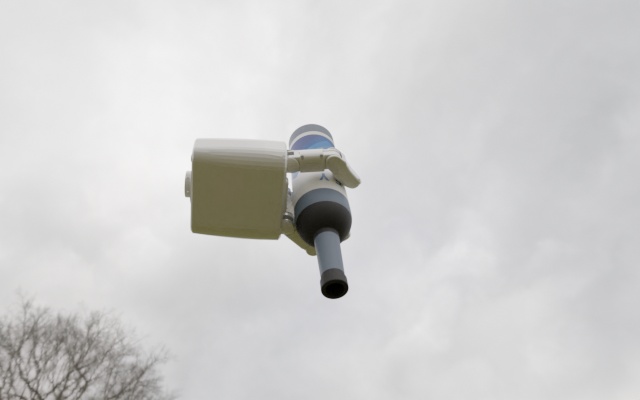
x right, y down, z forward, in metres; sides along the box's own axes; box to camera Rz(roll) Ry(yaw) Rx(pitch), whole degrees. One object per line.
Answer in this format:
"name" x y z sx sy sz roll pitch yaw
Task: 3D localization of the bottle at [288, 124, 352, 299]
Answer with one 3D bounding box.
"bottle" 0.000 0.002 0.581 0.069 0.069 0.295 0 35 -7
